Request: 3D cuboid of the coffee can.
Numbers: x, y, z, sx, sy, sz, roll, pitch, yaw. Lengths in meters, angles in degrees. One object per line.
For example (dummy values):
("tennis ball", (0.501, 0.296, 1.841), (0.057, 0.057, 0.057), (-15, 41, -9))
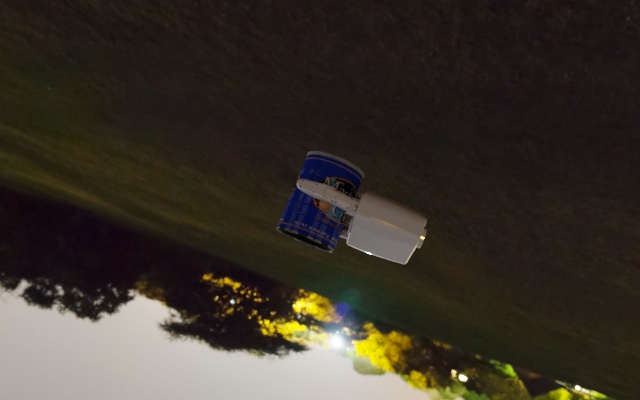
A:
("coffee can", (0.000, 0.002, 0.791), (0.103, 0.140, 0.103), (21, -11, 4))
